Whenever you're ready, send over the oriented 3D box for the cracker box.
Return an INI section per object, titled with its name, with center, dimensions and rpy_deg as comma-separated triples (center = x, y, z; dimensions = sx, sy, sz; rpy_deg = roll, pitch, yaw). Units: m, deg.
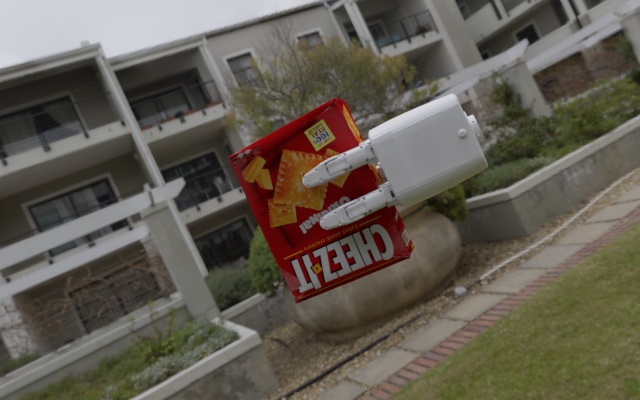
[cracker box]
center = 0.000, 0.002, 0.614
dimensions = 0.164, 0.213, 0.072
rpy_deg = -25, -1, 17
